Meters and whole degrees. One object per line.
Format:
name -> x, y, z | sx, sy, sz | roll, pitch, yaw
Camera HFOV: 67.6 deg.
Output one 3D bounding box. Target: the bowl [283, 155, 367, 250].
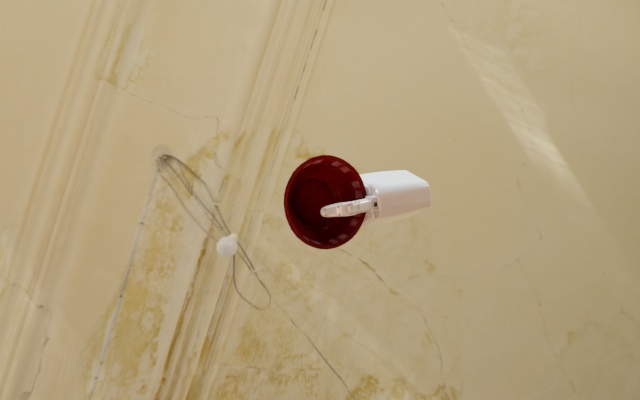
bowl -> -0.001, 0.003, 0.837 | 0.162, 0.162, 0.055 | 0, 1, -28
